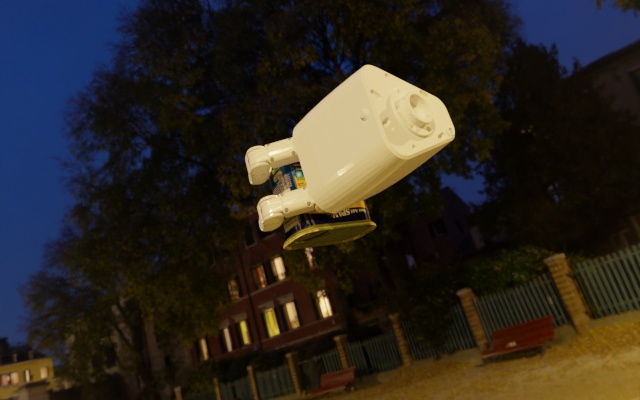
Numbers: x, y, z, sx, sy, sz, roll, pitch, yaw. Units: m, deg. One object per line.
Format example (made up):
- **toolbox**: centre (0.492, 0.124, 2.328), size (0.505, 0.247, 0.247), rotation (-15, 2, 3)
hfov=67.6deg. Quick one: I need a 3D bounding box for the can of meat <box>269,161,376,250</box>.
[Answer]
- **can of meat**: centre (0.000, 0.001, 0.518), size (0.102, 0.084, 0.057), rotation (-4, -21, -35)
